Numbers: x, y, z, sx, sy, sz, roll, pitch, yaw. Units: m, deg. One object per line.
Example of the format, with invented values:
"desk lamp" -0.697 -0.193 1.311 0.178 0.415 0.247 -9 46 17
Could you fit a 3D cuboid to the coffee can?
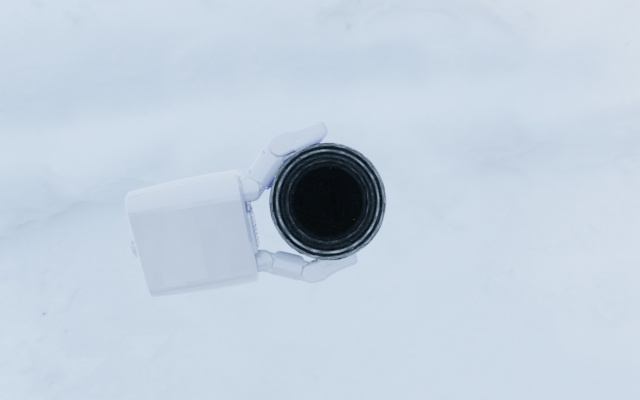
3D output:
"coffee can" 0.000 0.002 0.480 0.103 0.103 0.140 0 -1 -6
